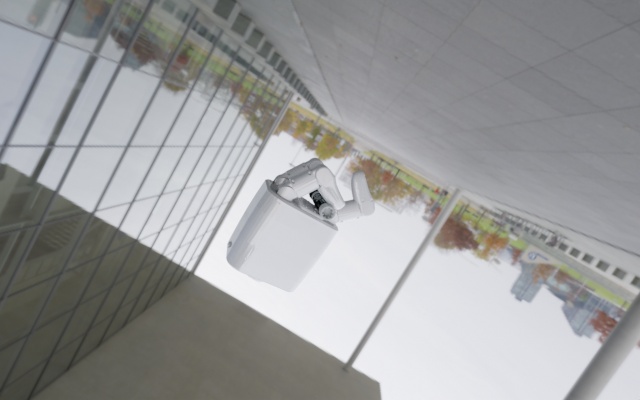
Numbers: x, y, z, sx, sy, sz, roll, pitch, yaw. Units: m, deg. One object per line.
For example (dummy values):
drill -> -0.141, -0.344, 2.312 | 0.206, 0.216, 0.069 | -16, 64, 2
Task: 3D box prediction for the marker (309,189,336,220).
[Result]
marker -> 0.000, 0.002, 0.634 | 0.020, 0.020, 0.121 | 0, 13, -9
